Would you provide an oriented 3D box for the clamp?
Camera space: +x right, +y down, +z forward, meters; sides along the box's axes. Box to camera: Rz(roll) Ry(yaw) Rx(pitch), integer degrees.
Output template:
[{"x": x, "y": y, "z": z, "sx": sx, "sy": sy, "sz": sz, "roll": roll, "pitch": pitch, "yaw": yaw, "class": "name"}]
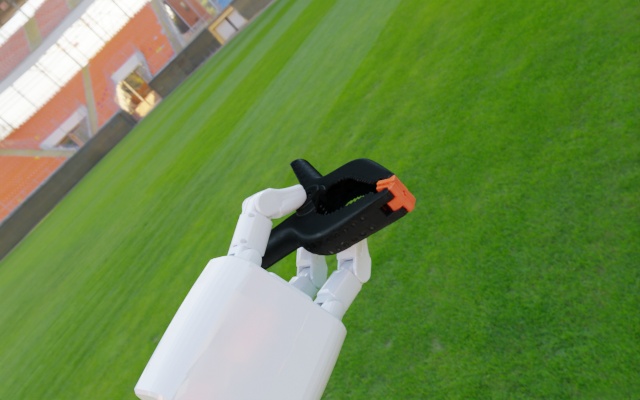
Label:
[{"x": 0.000, "y": 0.001, "z": 0.431, "sx": 0.036, "sy": 0.164, "sz": 0.210, "roll": 44, "pitch": -38, "yaw": -24, "class": "clamp"}]
